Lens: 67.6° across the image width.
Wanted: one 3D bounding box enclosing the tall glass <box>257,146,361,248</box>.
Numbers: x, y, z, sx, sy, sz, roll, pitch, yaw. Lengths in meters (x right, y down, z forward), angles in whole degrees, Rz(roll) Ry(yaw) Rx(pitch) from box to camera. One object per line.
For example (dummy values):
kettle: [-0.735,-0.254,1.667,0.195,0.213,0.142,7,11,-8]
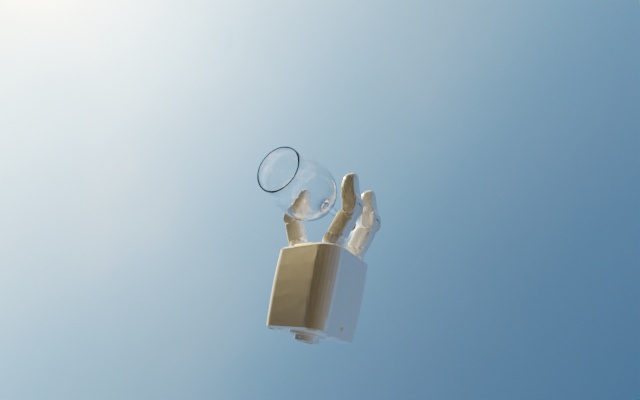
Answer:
tall glass: [0.000,0.002,0.642,0.079,0.079,0.201,0,-24,34]
